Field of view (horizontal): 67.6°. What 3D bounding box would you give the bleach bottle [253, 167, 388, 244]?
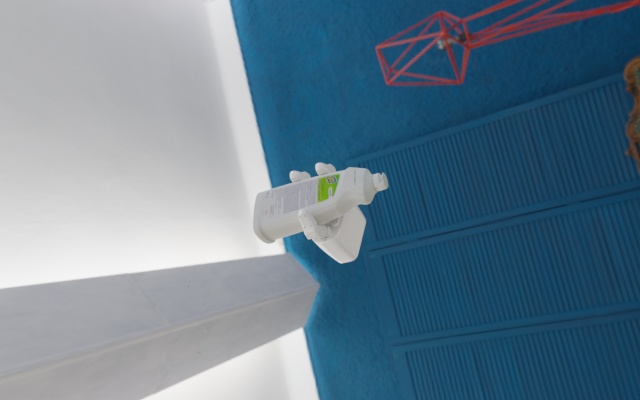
[{"bbox_3d":[0.000,0.003,0.868,0.251,0.102,0.068,-15,-36,22],"label":"bleach bottle"}]
